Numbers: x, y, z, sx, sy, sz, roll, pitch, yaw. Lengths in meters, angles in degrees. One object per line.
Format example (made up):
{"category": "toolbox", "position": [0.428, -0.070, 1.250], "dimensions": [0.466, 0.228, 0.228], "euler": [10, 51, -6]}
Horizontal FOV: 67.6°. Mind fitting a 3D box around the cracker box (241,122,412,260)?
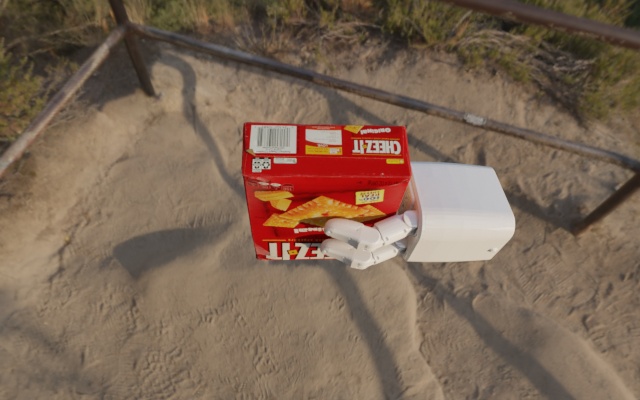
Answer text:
{"category": "cracker box", "position": [0.000, 0.002, 0.550], "dimensions": [0.164, 0.072, 0.214], "euler": [1, -29, -3]}
